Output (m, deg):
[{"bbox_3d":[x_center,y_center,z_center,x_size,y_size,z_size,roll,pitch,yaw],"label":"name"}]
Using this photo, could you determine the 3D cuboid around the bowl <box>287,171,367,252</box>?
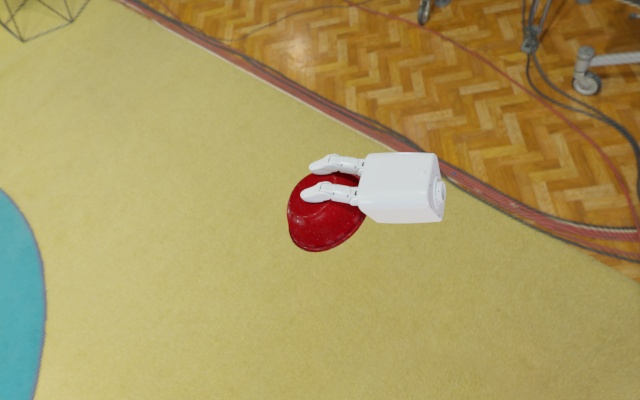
[{"bbox_3d":[-0.001,0.003,0.791,0.162,0.162,0.055,0,-33,38],"label":"bowl"}]
